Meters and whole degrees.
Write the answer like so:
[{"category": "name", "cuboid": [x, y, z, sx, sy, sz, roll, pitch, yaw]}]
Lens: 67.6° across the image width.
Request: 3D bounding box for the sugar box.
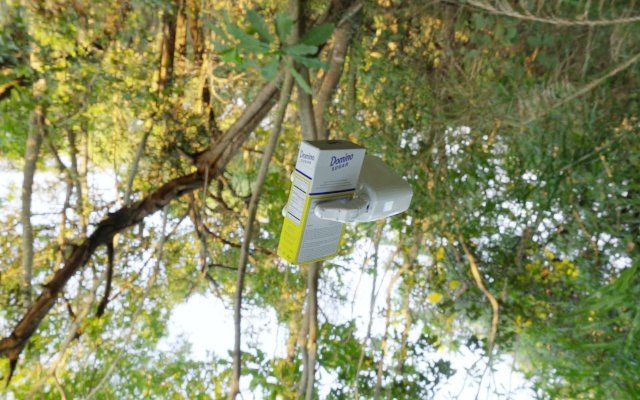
[{"category": "sugar box", "cuboid": [0.000, 0.002, 0.678, 0.093, 0.176, 0.048, -7, 27, -43]}]
